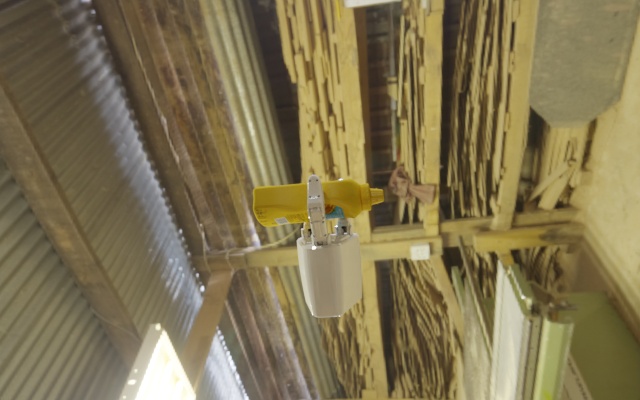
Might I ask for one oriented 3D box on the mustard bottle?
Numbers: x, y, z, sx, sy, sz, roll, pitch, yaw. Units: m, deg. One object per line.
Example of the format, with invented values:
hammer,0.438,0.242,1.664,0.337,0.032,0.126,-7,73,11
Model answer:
mustard bottle,0.000,0.002,0.728,0.191,0.058,0.096,-5,-20,8
